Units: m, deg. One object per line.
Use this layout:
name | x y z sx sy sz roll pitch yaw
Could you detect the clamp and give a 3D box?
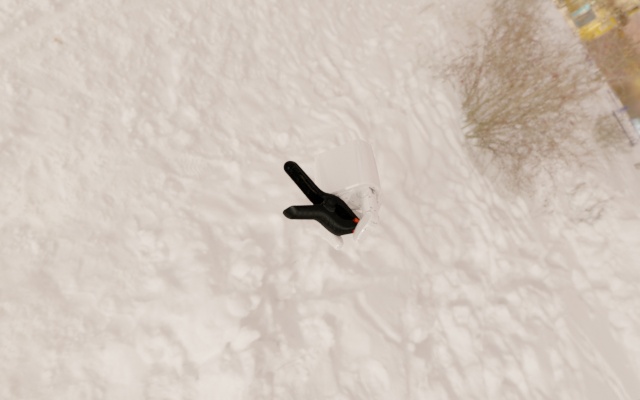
clamp | 0.001 0.002 0.804 0.039 0.120 0.171 -31 -41 33
